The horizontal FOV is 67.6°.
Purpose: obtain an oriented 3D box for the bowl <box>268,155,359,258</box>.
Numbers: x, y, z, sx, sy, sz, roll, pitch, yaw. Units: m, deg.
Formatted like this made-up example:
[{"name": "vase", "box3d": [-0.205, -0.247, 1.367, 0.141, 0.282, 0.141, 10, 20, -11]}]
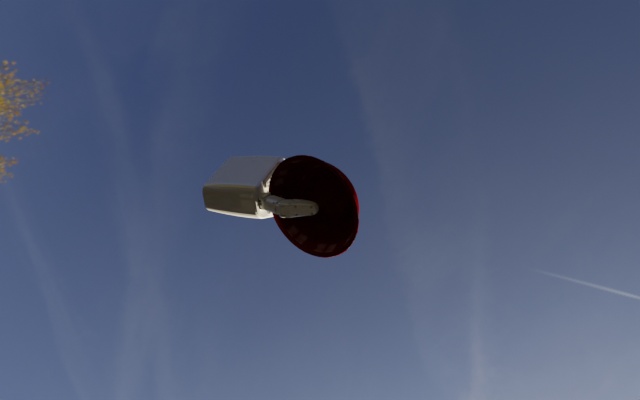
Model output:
[{"name": "bowl", "box3d": [0.001, 0.003, 0.721, 0.162, 0.162, 0.055, 0, 20, 37]}]
